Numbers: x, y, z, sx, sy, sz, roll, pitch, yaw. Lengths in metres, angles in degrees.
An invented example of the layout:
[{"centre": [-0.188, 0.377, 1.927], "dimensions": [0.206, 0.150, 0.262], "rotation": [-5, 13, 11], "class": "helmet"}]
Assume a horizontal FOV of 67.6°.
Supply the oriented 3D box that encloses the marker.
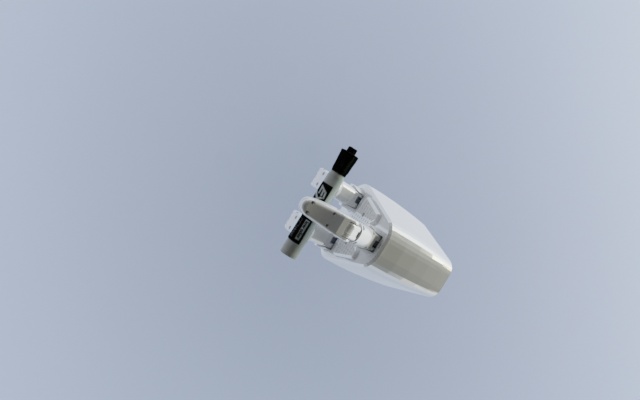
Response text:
[{"centre": [0.000, 0.001, 0.461], "dimensions": [0.020, 0.121, 0.020], "rotation": [32, 3, -2], "class": "marker"}]
